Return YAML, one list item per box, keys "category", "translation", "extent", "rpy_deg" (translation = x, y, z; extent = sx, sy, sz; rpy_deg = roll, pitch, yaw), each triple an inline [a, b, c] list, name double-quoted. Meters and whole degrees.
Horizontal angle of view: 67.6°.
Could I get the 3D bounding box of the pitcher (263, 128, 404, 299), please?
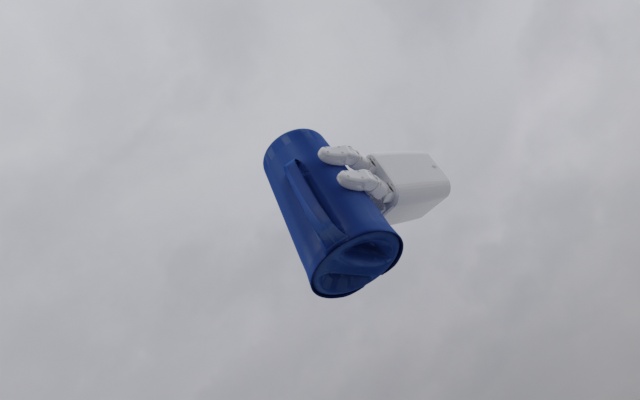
- category: "pitcher"
  translation: [0.000, 0.002, 0.677]
  extent: [0.145, 0.149, 0.242]
  rpy_deg: [-6, 46, -28]
